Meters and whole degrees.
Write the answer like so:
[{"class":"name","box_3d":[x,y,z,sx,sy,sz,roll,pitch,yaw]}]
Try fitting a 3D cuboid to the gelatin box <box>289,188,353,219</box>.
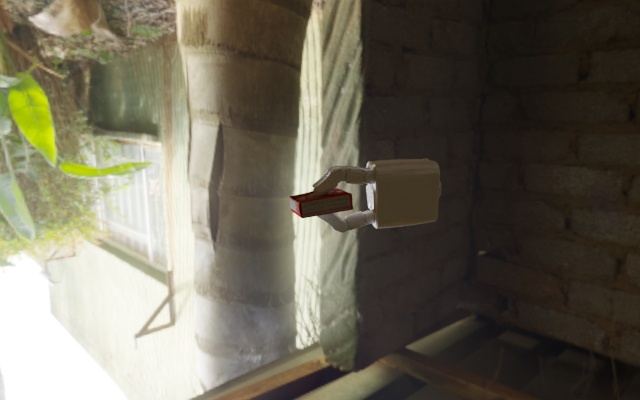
[{"class":"gelatin box","box_3d":[0.000,0.003,0.784,0.089,0.030,0.073,-11,11,-14]}]
